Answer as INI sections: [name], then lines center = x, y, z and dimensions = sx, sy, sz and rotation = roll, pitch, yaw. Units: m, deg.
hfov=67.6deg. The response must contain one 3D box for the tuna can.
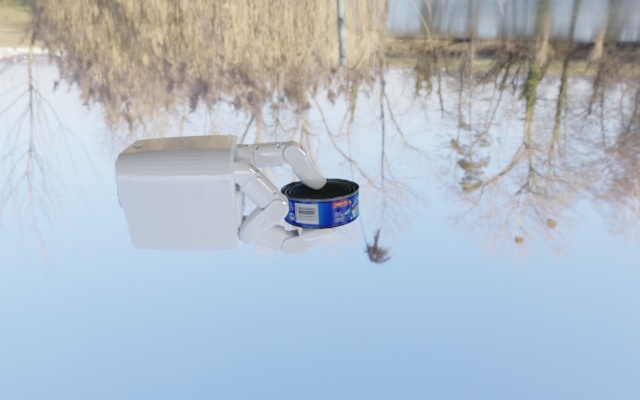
[tuna can]
center = 0.000, 0.002, 0.522
dimensions = 0.086, 0.034, 0.086
rotation = -3, 17, 1
